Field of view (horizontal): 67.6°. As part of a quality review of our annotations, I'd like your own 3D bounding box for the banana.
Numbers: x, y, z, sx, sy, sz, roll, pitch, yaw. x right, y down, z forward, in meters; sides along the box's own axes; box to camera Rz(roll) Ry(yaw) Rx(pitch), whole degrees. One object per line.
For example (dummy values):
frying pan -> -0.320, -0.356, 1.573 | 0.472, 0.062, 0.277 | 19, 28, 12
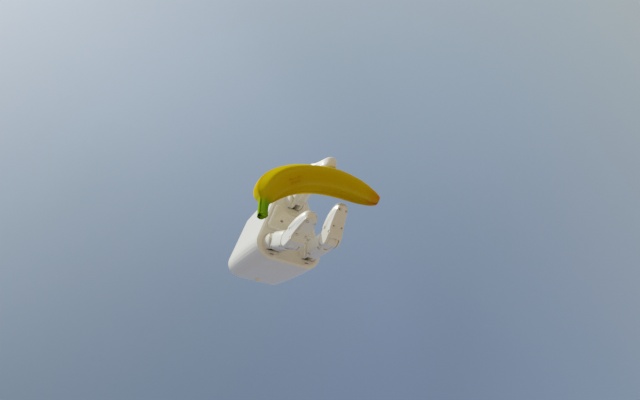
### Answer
banana -> -0.009, -0.014, 0.585 | 0.198, 0.069, 0.037 | -7, -22, -41
